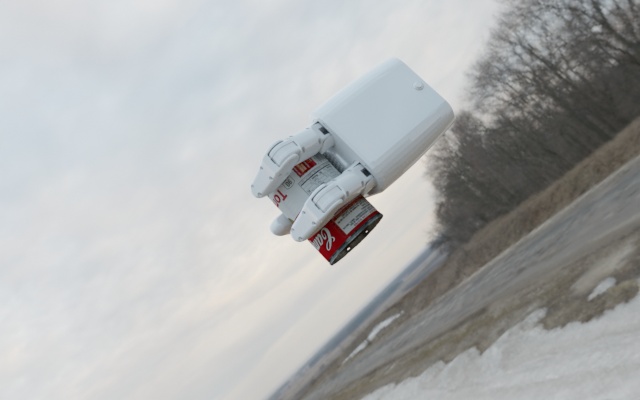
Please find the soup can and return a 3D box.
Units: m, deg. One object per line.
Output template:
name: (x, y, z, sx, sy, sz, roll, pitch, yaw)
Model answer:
soup can: (-0.001, 0.002, 0.453, 0.068, 0.102, 0.068, -42, -12, -11)
